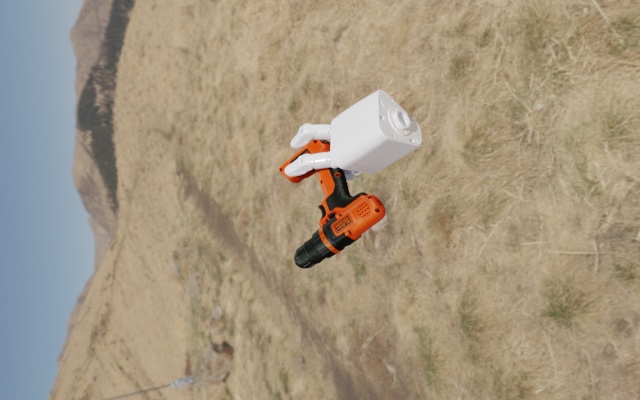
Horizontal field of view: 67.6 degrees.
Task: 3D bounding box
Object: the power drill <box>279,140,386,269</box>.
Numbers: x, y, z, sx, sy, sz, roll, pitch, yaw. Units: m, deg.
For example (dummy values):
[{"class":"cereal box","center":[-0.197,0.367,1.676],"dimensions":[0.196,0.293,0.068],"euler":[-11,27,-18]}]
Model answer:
[{"class":"power drill","center":[0.000,0.002,0.824],"dimensions":[0.184,0.187,0.057],"euler":[-36,-24,18]}]
